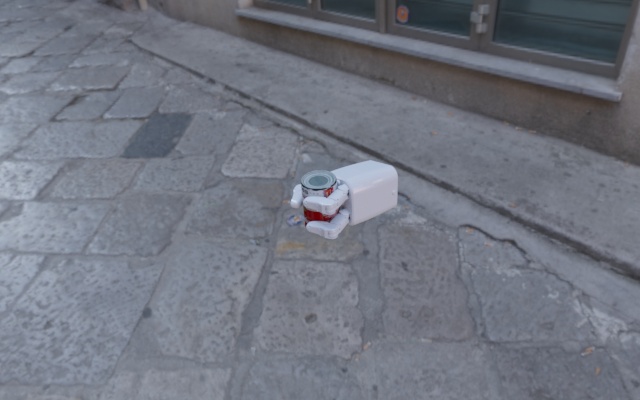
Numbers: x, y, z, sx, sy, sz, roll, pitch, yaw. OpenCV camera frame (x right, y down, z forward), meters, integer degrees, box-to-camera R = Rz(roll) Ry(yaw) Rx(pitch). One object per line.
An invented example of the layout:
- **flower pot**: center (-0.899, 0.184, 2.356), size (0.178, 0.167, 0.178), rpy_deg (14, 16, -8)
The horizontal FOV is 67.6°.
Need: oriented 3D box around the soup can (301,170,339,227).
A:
- **soup can**: center (0.000, 0.003, 0.896), size (0.068, 0.102, 0.068), rpy_deg (-3, 34, 2)
